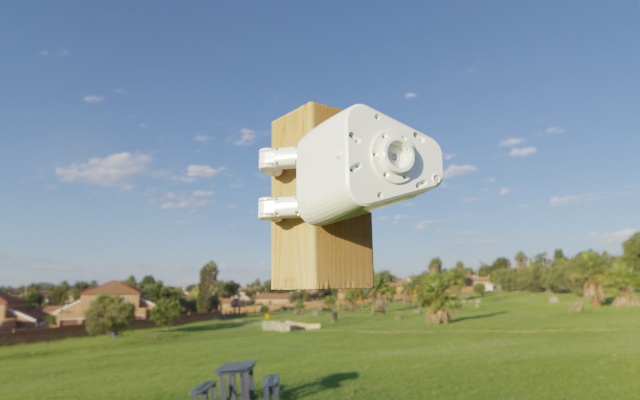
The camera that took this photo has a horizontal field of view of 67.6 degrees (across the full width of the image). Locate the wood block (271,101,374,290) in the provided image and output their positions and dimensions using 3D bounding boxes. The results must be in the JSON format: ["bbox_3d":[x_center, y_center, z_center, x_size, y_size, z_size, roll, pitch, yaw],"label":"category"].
[{"bbox_3d":[0.001,0.002,0.570,0.091,0.206,0.090,7,-13,-36],"label":"wood block"}]
